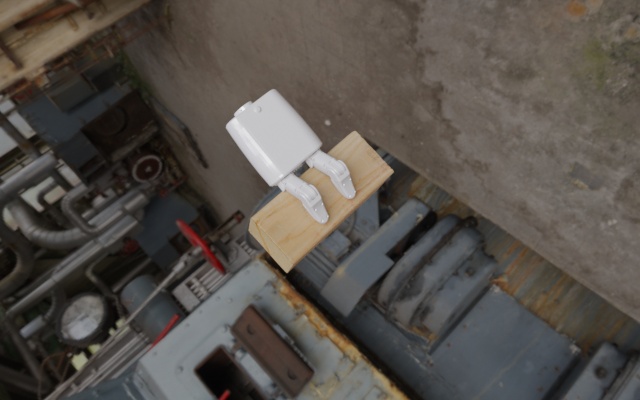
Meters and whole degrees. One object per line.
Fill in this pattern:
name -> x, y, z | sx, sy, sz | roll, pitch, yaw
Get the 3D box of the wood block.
wood block -> 0.000, 0.002, 0.719 | 0.206, 0.090, 0.091 | -41, -5, -18
